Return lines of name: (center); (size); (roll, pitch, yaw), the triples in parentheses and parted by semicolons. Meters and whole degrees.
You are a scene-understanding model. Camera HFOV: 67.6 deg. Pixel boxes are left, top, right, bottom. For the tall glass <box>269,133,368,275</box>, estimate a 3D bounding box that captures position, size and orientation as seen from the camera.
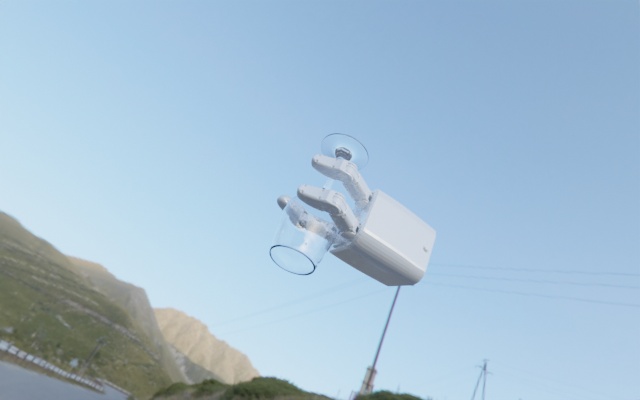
tall glass: (0.000, 0.002, 0.647); (0.079, 0.201, 0.079); (17, -36, 13)
